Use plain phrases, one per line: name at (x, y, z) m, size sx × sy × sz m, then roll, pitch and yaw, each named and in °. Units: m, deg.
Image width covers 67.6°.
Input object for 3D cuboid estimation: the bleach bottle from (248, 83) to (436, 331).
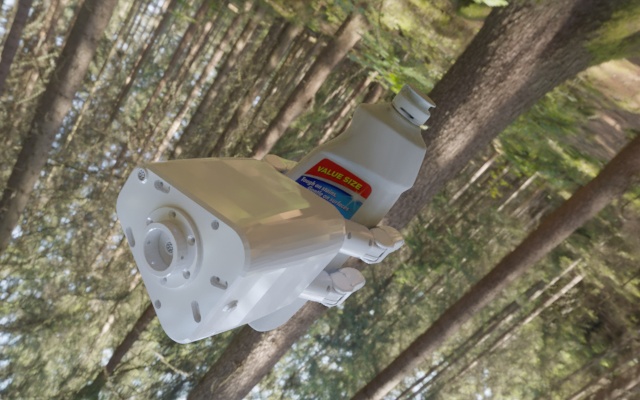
bleach bottle at (0.000, 0.001, 0.420) m, size 0.102 × 0.251 × 0.068 m, roll 48°, pitch 25°, yaw 19°
